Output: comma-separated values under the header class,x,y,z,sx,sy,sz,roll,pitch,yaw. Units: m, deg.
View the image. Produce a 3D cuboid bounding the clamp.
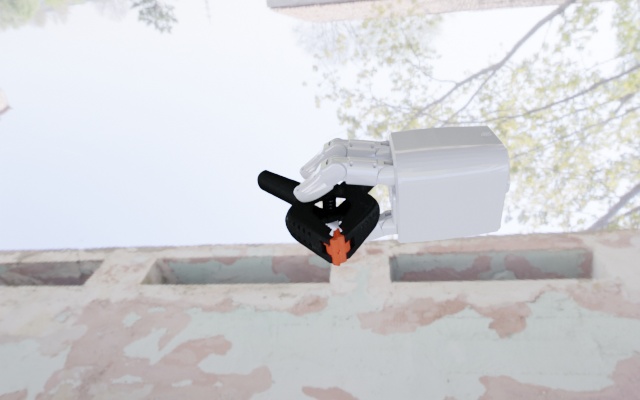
class,x,y,z,sx,sy,sz,roll,pitch,yaw
clamp,0.000,0.003,0.506,0.164,0.036,0.210,-6,25,7
